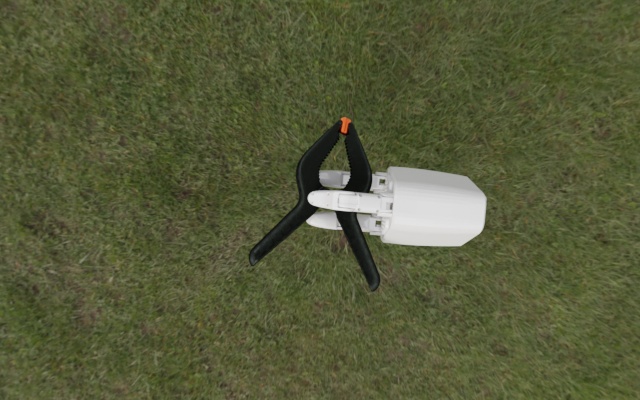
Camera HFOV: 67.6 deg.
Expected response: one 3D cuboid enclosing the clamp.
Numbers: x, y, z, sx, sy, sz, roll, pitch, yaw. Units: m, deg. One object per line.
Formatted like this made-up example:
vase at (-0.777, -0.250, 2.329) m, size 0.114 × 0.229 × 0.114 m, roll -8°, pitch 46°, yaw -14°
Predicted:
clamp at (0.000, 0.001, 0.589) m, size 0.164 × 0.210 × 0.036 m, roll 5°, pitch 1°, yaw -1°
